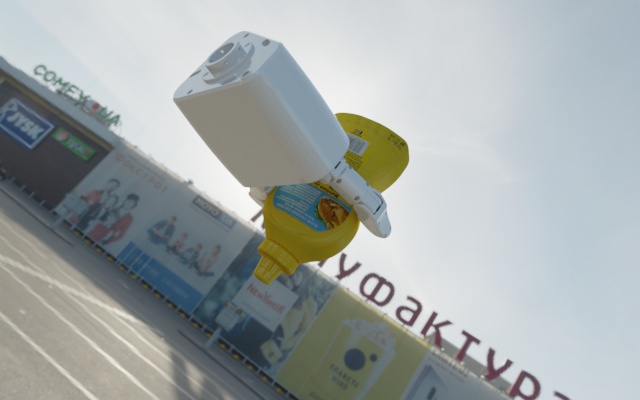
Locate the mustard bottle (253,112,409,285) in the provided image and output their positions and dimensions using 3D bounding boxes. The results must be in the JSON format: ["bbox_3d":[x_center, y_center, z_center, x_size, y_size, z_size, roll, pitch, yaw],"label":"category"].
[{"bbox_3d":[0.000,0.002,0.471,0.096,0.191,0.058,29,-21,25],"label":"mustard bottle"}]
